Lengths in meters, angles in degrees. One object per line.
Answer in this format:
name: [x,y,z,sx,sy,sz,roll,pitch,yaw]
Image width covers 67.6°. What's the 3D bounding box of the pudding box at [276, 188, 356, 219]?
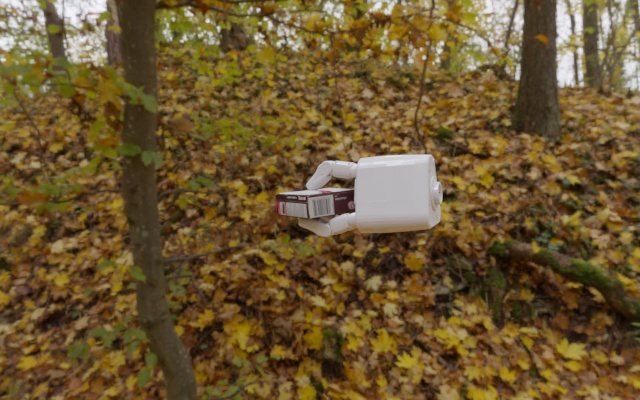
pudding box: [0.000,0.002,0.755,0.113,0.039,0.090,-6,5,-37]
